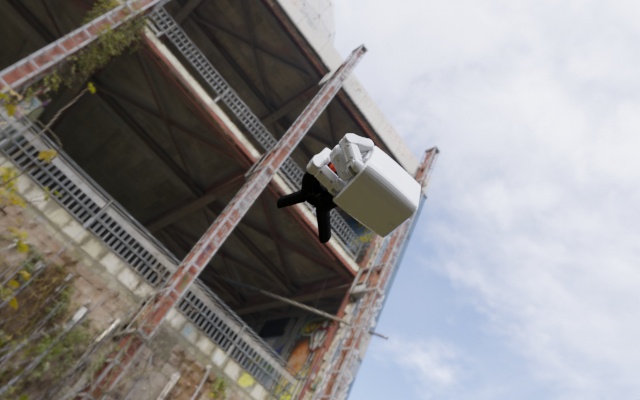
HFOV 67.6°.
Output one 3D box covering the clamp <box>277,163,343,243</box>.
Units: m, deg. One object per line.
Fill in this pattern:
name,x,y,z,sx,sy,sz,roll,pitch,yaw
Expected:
clamp,0.000,0.002,0.836,0.171,0.120,0.039,-46,5,48
